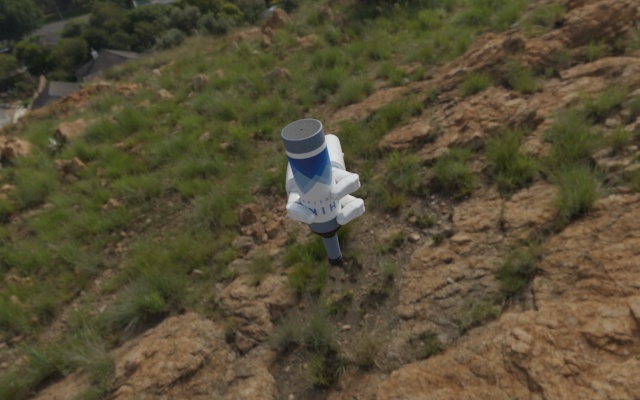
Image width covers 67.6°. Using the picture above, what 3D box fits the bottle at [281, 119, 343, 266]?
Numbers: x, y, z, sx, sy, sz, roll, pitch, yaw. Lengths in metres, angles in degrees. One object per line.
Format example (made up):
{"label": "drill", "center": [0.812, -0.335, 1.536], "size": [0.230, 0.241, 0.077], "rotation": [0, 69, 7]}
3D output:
{"label": "bottle", "center": [0.000, 0.003, 0.835], "size": [0.069, 0.296, 0.069], "rotation": [-9, 37, 7]}
